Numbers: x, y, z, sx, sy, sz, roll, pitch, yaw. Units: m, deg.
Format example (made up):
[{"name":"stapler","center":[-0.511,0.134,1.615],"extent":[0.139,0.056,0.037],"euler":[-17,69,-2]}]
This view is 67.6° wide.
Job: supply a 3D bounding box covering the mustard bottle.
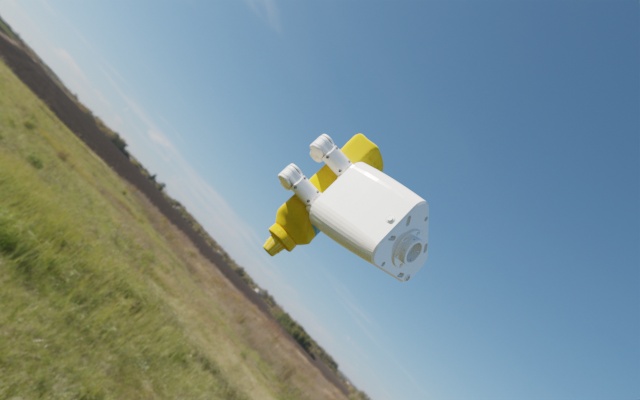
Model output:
[{"name":"mustard bottle","center":[0.000,0.002,0.631],"extent":[0.058,0.191,0.096],"euler":[42,-14,17]}]
